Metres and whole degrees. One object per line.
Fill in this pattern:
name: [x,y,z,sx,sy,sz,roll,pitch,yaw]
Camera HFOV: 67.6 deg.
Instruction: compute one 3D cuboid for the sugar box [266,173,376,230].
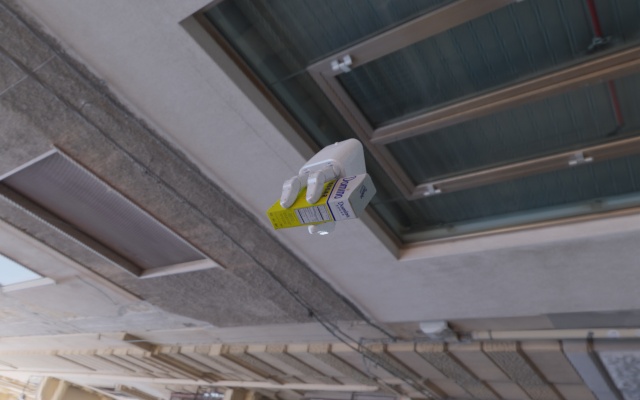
sugar box: [0.000,0.002,0.837,0.176,0.048,0.093,-13,23,35]
